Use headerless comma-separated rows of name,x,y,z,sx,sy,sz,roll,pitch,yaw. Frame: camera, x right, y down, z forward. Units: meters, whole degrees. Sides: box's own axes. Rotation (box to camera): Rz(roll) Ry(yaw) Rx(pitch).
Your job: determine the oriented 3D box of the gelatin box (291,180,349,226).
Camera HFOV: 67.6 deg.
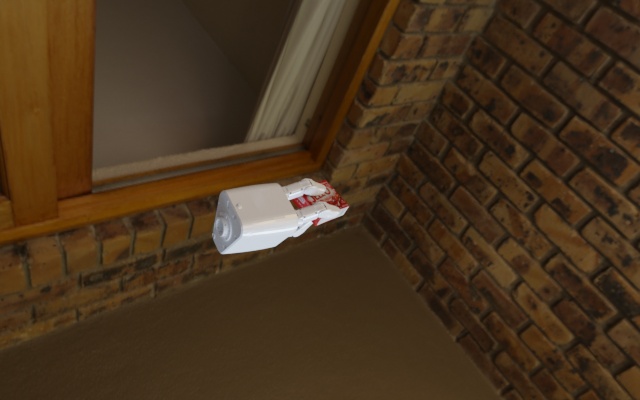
gelatin box,0.000,0.003,0.897,0.089,0.073,0.030,-19,-30,-48
